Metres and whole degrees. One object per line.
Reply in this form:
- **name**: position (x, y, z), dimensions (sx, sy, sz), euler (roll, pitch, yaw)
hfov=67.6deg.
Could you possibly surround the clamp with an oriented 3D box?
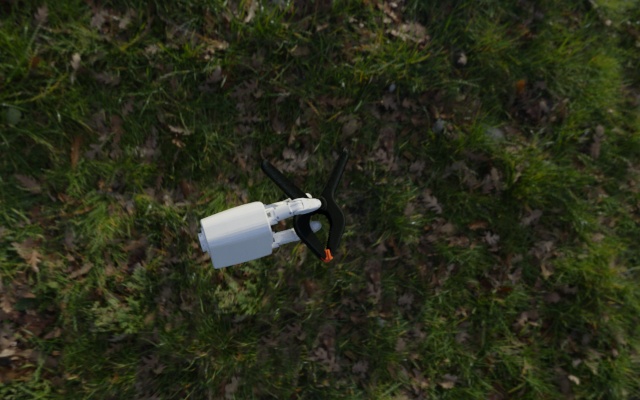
- **clamp**: position (0.000, 0.003, 0.853), dimensions (0.164, 0.210, 0.036), euler (-17, -13, -13)
